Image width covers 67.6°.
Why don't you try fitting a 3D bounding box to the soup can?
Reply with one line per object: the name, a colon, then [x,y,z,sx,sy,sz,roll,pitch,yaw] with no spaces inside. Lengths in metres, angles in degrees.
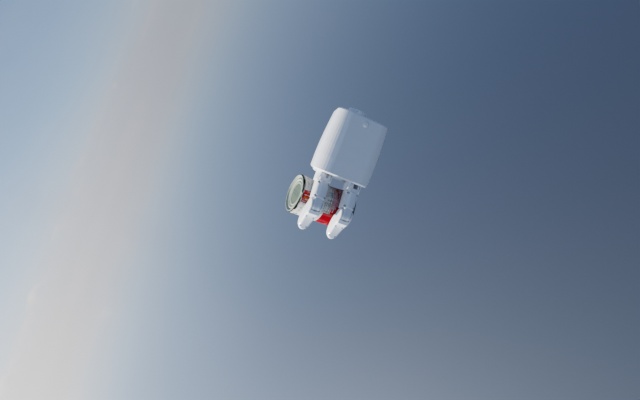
soup can: [0.000,0.003,0.815,0.102,0.068,0.068,20,-8,-23]
